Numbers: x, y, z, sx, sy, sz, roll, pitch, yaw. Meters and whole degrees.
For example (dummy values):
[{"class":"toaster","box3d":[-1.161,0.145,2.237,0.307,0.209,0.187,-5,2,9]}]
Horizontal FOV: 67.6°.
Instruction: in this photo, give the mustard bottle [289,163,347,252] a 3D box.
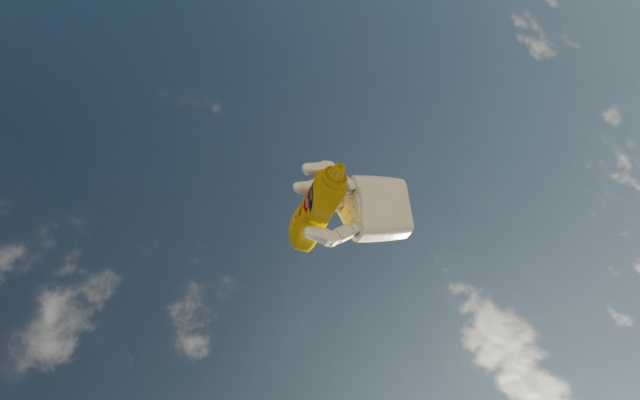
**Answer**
[{"class":"mustard bottle","box3d":[0.000,0.003,0.818,0.058,0.096,0.192,19,-41,-10]}]
